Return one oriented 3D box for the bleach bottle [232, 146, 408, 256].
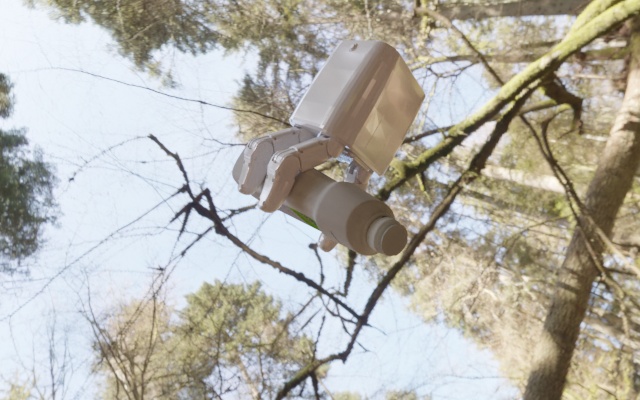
[{"bbox_3d":[0.000,0.002,0.494,0.103,0.068,0.250,34,-4,-37],"label":"bleach bottle"}]
